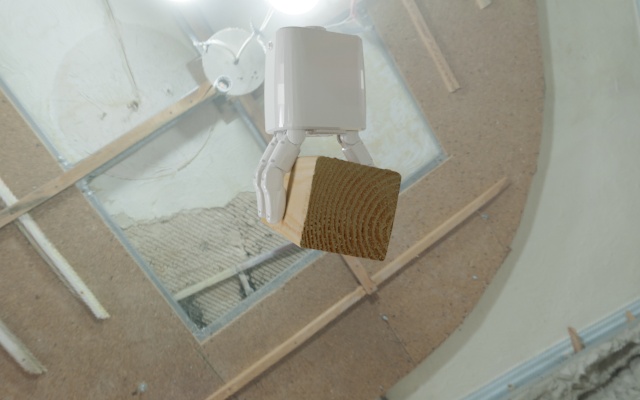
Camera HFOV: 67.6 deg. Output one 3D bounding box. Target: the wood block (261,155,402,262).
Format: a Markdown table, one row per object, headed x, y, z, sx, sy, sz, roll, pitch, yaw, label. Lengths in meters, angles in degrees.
| x | y | z | sx | sy | sz | roll | pitch | yaw | label |
| --- | --- | --- | --- | --- | --- | --- | --- | --- | --- |
| 0.000 | 0.001 | 0.547 | 0.091 | 0.090 | 0.206 | 11 | 1 | -17 | wood block |
